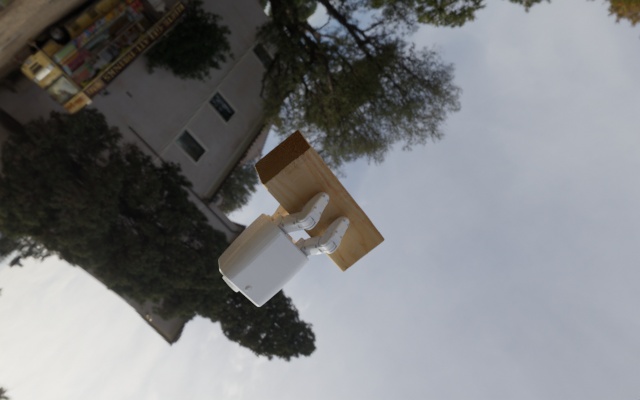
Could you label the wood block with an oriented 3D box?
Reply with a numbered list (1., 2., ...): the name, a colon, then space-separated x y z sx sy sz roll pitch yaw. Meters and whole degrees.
1. wood block: 0.000 0.003 0.754 0.090 0.206 0.090 -38 29 3
